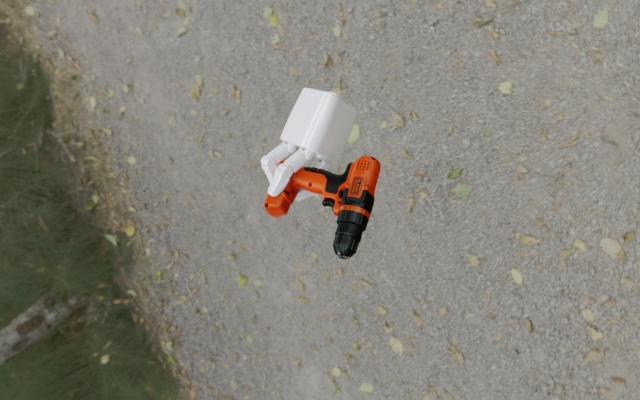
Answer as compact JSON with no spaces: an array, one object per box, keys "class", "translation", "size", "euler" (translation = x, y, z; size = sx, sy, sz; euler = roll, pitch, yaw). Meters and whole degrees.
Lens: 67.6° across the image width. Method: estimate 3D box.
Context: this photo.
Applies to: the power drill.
[{"class":"power drill","translation":[0.000,0.002,0.826],"size":[0.187,0.184,0.057],"euler":[8,-24,24]}]
